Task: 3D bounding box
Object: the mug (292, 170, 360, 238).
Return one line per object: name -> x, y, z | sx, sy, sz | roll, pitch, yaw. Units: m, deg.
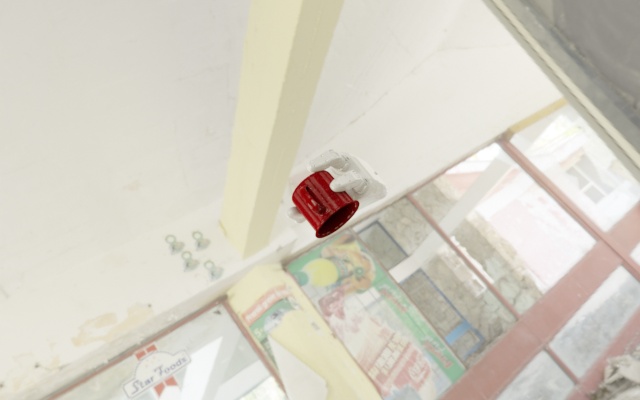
mug -> -0.001, 0.002, 0.794 | 0.093, 0.081, 0.117 | -45, -21, 15
